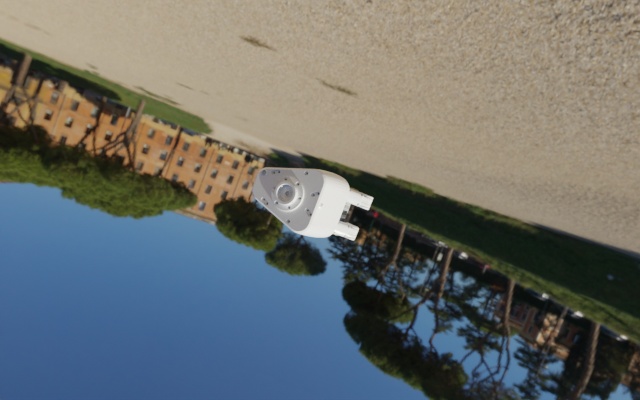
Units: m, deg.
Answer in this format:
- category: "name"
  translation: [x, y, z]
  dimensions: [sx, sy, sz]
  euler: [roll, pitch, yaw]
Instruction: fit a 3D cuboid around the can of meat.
- category: "can of meat"
  translation: [0.000, 0.003, 0.802]
  dimensions: [0.102, 0.084, 0.057]
  euler: [22, 2, 18]
